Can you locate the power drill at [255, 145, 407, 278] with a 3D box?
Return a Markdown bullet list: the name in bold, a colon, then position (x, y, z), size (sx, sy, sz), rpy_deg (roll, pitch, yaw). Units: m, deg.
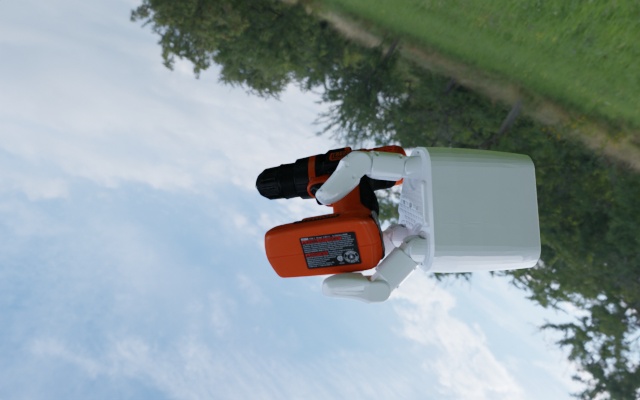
- **power drill**: position (0.000, 0.002, 0.501), size (0.184, 0.057, 0.187), rpy_deg (-10, 28, 15)
